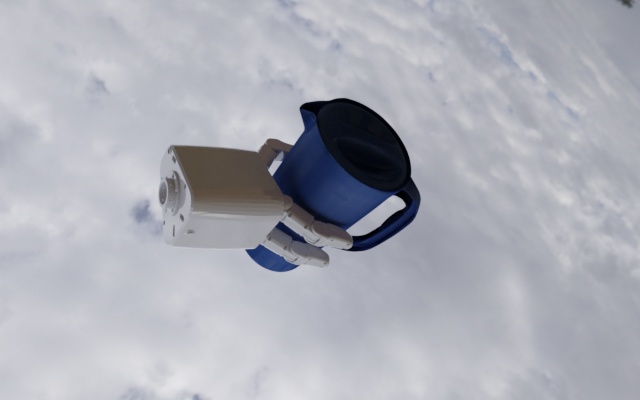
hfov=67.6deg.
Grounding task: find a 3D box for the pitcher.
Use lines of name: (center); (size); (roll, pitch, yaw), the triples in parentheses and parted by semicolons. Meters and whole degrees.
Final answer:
pitcher: (0.000, 0.002, 0.616); (0.145, 0.149, 0.243); (2, -33, -37)
